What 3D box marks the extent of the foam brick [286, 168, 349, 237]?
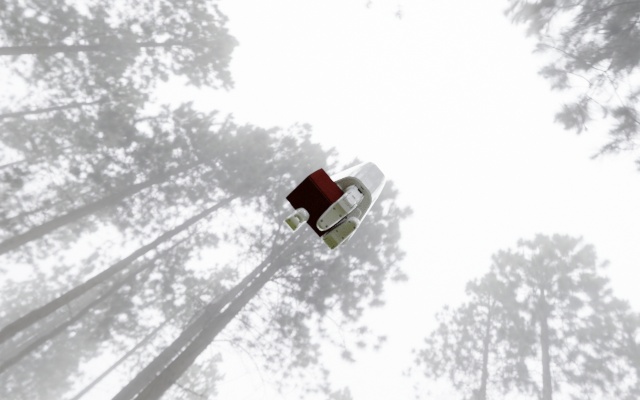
[{"bbox_3d":[0.000,0.002,0.681,0.053,0.078,0.051,-40,1,28],"label":"foam brick"}]
